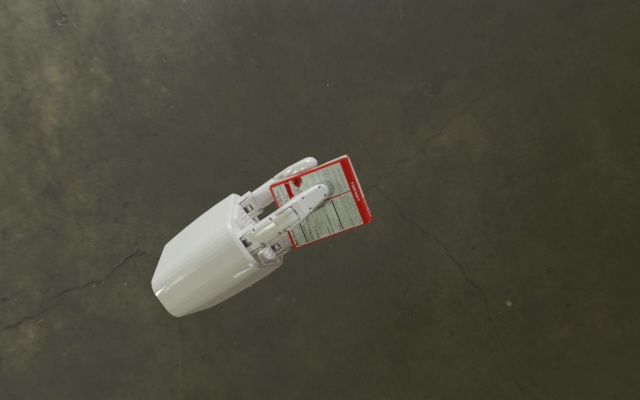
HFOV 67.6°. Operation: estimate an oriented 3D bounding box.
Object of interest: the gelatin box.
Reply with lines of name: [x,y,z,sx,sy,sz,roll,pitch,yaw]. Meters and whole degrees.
gelatin box: [0.000,0.002,0.502,0.089,0.073,0.030,-20,7,11]
